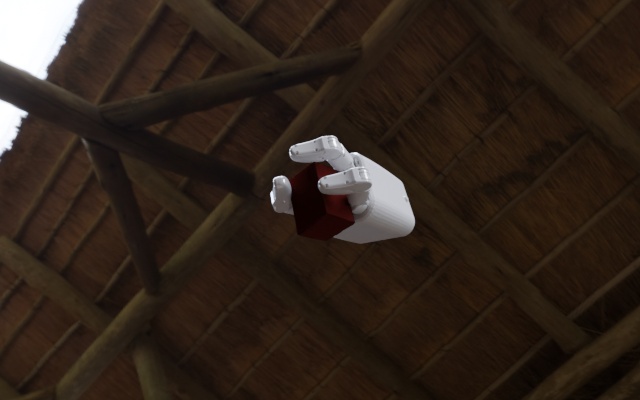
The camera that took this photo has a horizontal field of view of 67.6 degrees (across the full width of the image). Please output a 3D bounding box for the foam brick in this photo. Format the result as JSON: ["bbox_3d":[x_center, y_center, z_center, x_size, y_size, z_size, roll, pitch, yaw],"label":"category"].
[{"bbox_3d":[0.000,0.002,0.581,0.053,0.078,0.051,-34,-37,32],"label":"foam brick"}]
